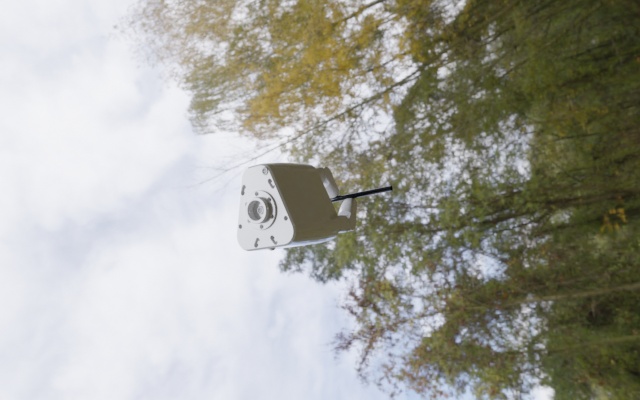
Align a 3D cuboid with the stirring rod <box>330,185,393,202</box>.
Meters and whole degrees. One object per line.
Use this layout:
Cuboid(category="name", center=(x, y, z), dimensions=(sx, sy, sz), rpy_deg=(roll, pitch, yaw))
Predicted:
Cuboid(category="stirring rod", center=(0.000, 0.002, 0.745), dimensions=(0.239, 0.011, 0.011), rpy_deg=(-11, -6, 31))
